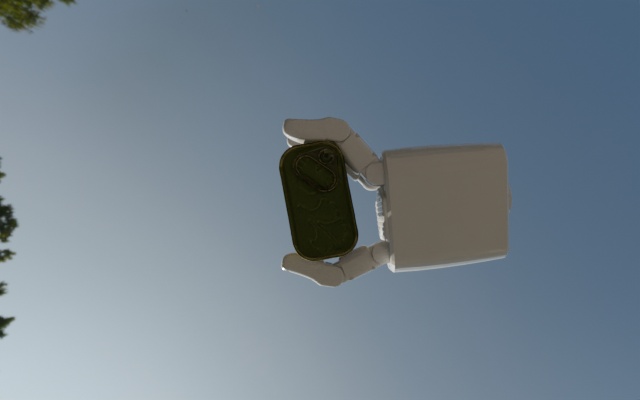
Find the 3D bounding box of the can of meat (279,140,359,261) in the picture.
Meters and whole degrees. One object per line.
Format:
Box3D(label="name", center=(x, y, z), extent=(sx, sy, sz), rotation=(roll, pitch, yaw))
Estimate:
Box3D(label="can of meat", center=(0.000, 0.002, 0.450), extent=(0.057, 0.102, 0.084), rotation=(-11, -2, 2))
